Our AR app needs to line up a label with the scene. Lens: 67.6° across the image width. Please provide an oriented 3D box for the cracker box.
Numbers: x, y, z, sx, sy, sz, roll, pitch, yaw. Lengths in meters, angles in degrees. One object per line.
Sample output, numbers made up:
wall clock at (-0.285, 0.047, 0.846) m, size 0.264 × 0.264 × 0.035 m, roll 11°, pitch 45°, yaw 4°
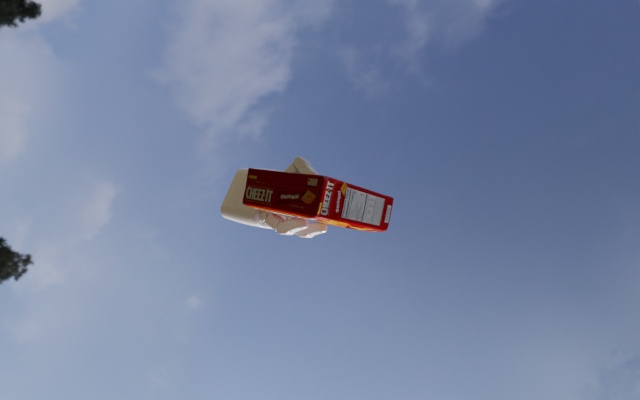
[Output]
cracker box at (0.000, 0.003, 0.824) m, size 0.164 × 0.072 × 0.214 m, roll 8°, pitch -3°, yaw 38°
